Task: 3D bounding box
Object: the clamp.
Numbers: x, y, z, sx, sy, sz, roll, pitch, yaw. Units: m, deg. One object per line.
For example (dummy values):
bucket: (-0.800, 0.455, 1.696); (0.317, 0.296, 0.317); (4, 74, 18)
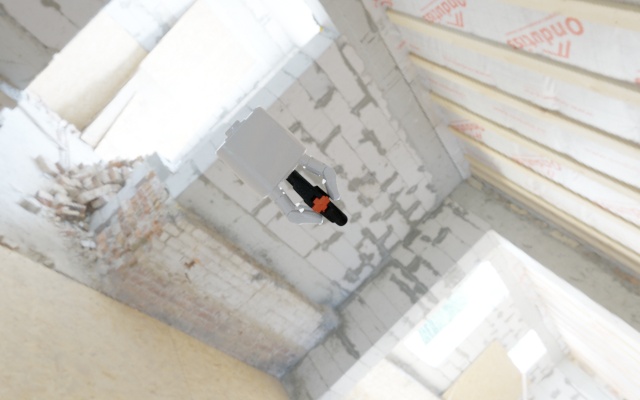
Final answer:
clamp: (0.001, 0.002, 0.802); (0.164, 0.036, 0.210); (41, 1, -14)
